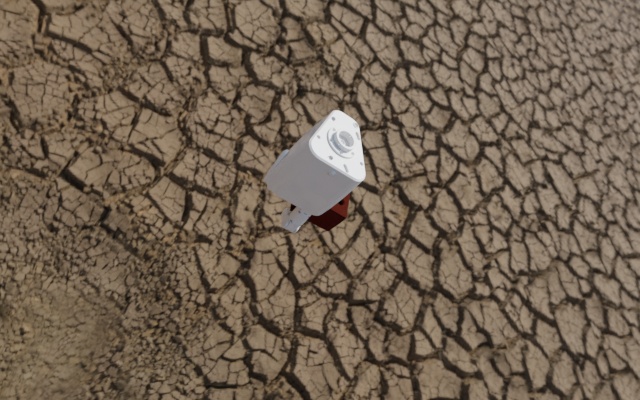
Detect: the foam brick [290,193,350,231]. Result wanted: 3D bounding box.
[{"bbox_3d":[0.000,0.003,0.752,0.078,0.053,0.051,30,-43,-22],"label":"foam brick"}]
